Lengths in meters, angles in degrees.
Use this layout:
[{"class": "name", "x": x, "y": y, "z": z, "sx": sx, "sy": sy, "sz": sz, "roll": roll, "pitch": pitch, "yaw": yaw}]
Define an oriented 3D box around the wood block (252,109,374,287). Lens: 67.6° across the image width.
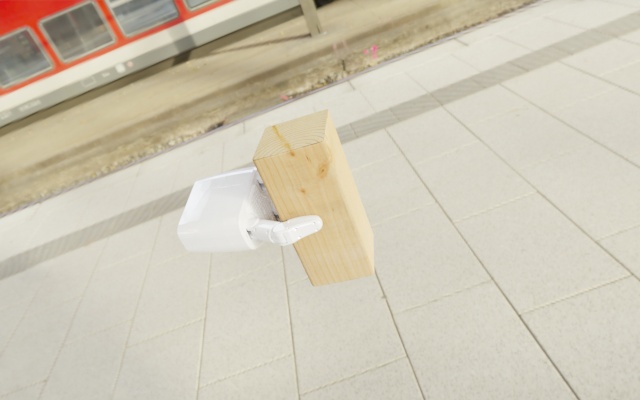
[{"class": "wood block", "x": 0.000, "y": 0.002, "z": 0.622, "sx": 0.090, "sy": 0.206, "sz": 0.090, "roll": -14, "pitch": 32, "yaw": 15}]
